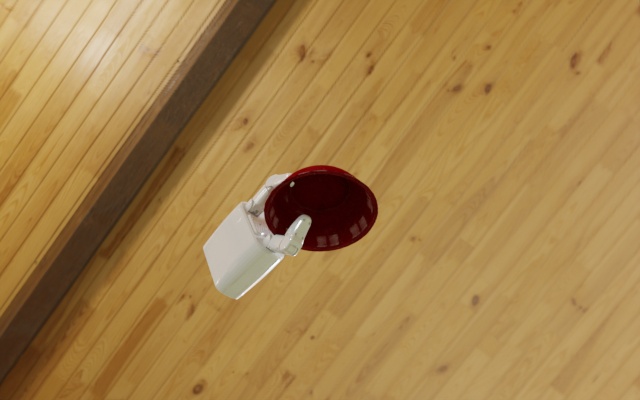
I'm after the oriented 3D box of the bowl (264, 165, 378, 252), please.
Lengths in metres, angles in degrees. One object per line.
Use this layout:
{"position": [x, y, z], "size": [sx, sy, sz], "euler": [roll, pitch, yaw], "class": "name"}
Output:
{"position": [0.001, 0.001, 0.693], "size": [0.162, 0.162, 0.055], "euler": [0, 44, -2], "class": "bowl"}
